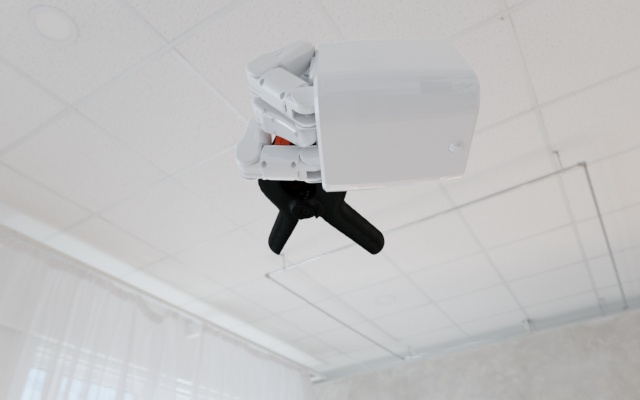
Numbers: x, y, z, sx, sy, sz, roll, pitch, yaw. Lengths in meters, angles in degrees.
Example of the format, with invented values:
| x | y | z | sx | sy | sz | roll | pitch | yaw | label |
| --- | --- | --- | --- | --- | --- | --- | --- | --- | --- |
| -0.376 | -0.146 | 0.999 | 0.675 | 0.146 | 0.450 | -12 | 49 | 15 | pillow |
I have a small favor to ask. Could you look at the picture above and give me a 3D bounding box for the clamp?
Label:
| x | y | z | sx | sy | sz | roll | pitch | yaw | label |
| --- | --- | --- | --- | --- | --- | --- | --- | --- | --- |
| 0.000 | 0.001 | 0.438 | 0.120 | 0.039 | 0.172 | -1 | -37 | 4 | clamp |
